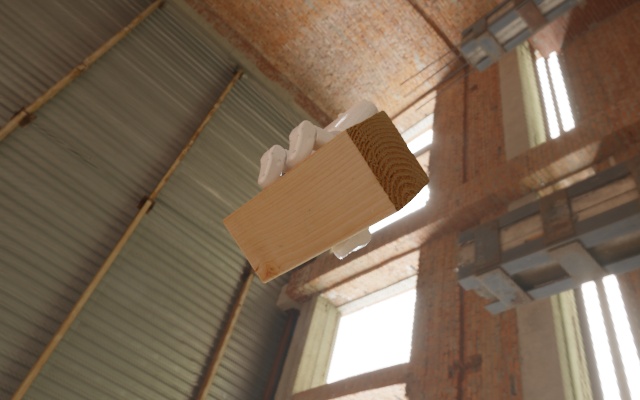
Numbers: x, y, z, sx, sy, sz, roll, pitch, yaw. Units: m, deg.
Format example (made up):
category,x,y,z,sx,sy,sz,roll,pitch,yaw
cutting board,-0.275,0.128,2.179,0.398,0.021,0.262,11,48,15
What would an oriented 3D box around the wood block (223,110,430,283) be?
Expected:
category,x,y,z,sx,sy,sz,roll,pitch,yaw
wood block,0.000,0.002,0.522,0.206,0.091,0.090,-33,2,39
